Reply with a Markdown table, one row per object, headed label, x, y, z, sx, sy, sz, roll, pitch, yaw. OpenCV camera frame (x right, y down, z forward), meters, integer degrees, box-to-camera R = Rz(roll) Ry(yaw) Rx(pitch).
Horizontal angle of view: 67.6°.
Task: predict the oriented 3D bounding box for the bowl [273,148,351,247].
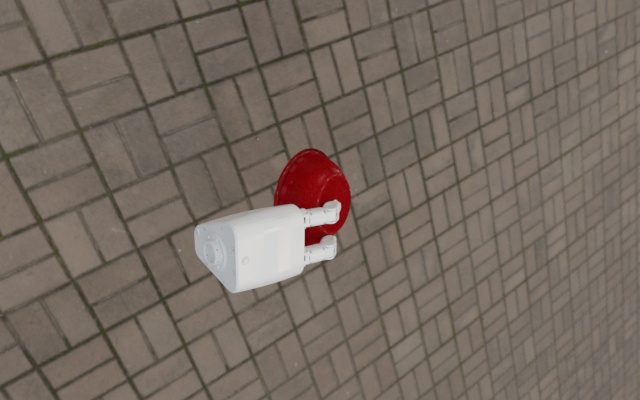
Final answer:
| label | x | y | z | sx | sy | sz | roll | pitch | yaw |
| --- | --- | --- | --- | --- | --- | --- | --- | --- | --- |
| bowl | 0.001 | 0.002 | 0.737 | 0.055 | 0.162 | 0.162 | 10 | 6 | 34 |
